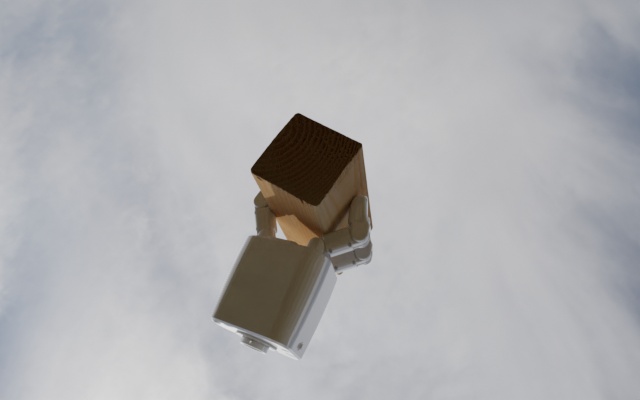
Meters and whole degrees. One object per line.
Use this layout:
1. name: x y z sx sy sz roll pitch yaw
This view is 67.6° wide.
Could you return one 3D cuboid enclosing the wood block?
1. wood block: 0.000 0.002 0.587 0.091 0.090 0.206 29 -20 22
